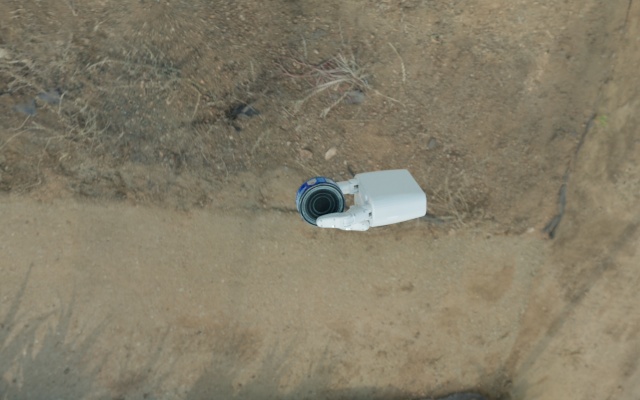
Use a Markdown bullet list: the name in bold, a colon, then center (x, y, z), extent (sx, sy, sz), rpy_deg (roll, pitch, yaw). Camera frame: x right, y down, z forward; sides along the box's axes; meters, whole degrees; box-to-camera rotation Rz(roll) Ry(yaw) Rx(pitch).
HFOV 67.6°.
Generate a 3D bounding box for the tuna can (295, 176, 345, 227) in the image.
- **tuna can**: center (0.000, 0.003, 0.846), extent (0.086, 0.086, 0.033), rpy_deg (0, 23, -13)
